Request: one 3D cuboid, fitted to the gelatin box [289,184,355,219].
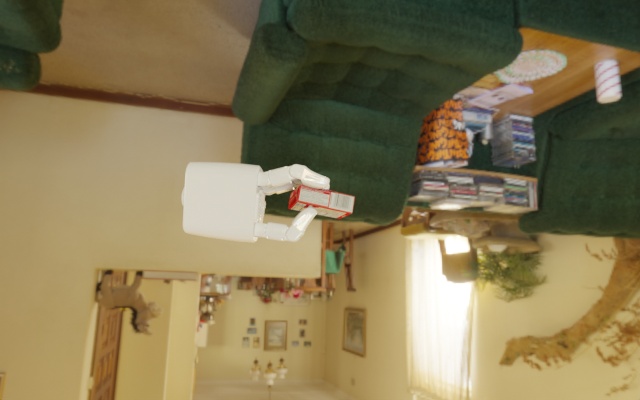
[{"bbox_3d":[0.000,0.003,0.737,0.089,0.030,0.073,12,-11,-10],"label":"gelatin box"}]
